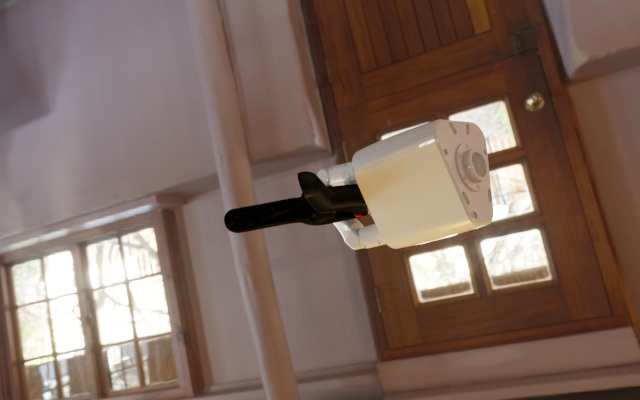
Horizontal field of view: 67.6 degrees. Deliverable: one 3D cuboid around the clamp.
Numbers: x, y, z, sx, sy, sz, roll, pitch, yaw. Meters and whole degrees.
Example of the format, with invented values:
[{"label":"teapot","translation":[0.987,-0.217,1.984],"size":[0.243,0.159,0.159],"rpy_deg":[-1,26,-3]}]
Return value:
[{"label":"clamp","translation":[0.000,0.002,0.494],"size":[0.171,0.039,0.120],"rpy_deg":[-5,-11,-42]}]
